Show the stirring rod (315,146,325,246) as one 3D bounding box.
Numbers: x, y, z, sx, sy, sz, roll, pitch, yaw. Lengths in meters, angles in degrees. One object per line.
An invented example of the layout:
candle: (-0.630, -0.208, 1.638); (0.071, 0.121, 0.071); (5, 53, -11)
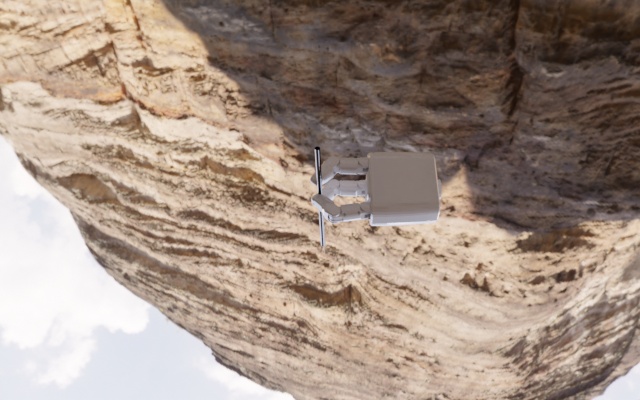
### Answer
stirring rod: (0.000, 0.002, 0.778); (0.011, 0.011, 0.240); (0, -40, 3)
